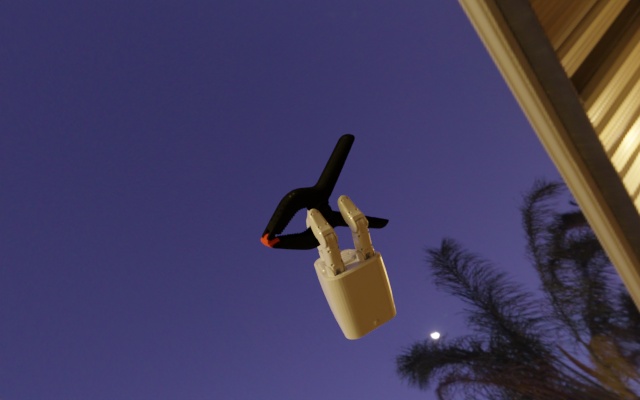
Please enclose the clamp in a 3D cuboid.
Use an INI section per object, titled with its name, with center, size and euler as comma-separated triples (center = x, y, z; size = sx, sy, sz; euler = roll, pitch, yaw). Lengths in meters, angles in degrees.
[clamp]
center = -0.001, 0.003, 0.725
size = 0.210, 0.164, 0.036
euler = -24, 14, -24
